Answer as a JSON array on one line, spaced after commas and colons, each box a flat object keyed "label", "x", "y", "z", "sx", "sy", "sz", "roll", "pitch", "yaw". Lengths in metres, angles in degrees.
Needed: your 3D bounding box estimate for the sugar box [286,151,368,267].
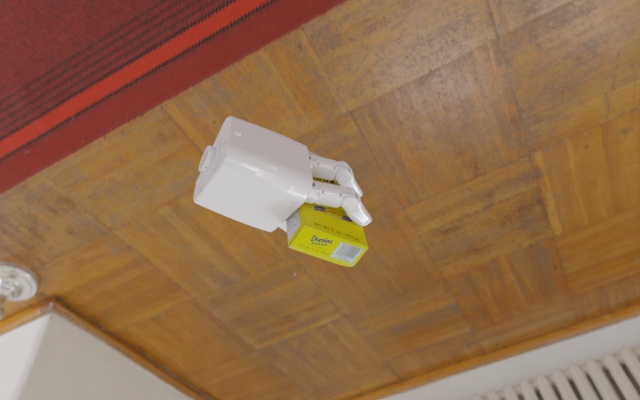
[{"label": "sugar box", "x": 0.000, "y": 0.002, "z": 0.631, "sx": 0.093, "sy": 0.048, "sz": 0.176, "roll": 21, "pitch": 34, "yaw": -24}]
